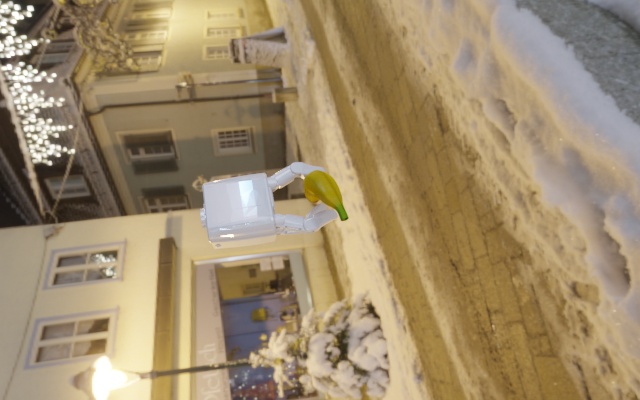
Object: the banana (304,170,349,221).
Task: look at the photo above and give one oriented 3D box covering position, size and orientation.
[{"bbox_3d":[-0.002,-0.015,0.756,0.037,0.069,0.197,-11,11,-10],"label":"banana"}]
